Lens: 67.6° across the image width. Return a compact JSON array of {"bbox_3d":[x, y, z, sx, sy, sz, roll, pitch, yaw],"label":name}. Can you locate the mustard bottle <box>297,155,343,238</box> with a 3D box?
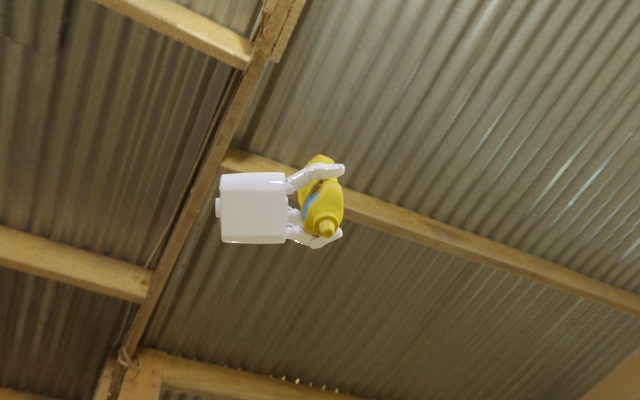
[{"bbox_3d":[0.000,0.003,0.815,0.058,0.096,0.191,22,25,-19],"label":"mustard bottle"}]
